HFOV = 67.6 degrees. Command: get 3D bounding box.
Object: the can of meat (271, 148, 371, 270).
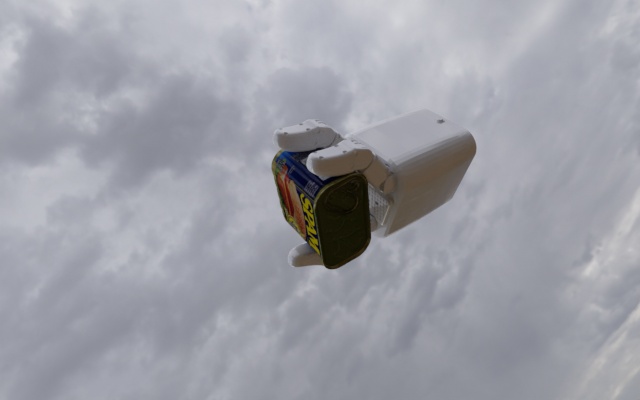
[{"bbox_3d":[0.000,0.001,0.463,0.057,0.102,0.084,-27,44,-21],"label":"can of meat"}]
